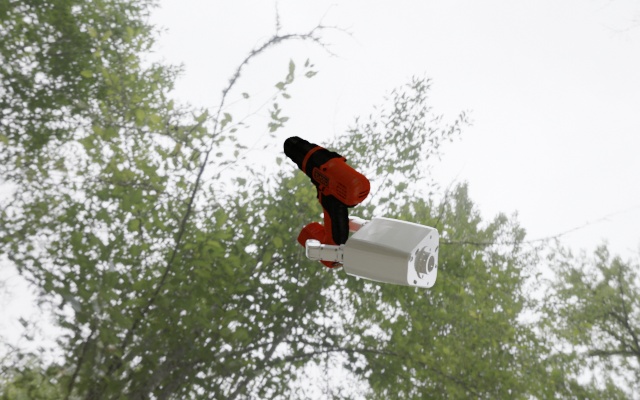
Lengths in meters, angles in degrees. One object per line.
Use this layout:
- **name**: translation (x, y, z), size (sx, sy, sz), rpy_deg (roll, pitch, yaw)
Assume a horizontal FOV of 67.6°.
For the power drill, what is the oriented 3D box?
- **power drill**: translation (0.000, 0.003, 0.774), size (0.057, 0.188, 0.184), rpy_deg (-24, 43, -30)
